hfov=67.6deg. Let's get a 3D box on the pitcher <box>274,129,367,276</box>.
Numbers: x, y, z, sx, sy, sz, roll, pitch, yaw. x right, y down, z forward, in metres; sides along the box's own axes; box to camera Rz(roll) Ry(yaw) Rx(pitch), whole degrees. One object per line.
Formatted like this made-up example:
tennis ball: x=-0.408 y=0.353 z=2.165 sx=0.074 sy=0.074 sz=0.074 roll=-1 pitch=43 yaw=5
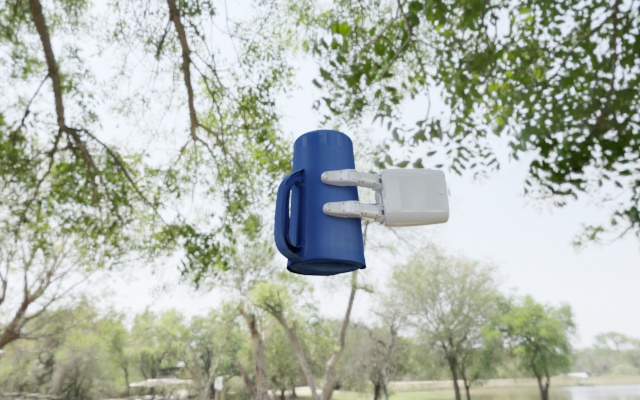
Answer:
pitcher: x=0.000 y=0.003 z=0.818 sx=0.145 sy=0.242 sz=0.149 roll=-2 pitch=-20 yaw=1
